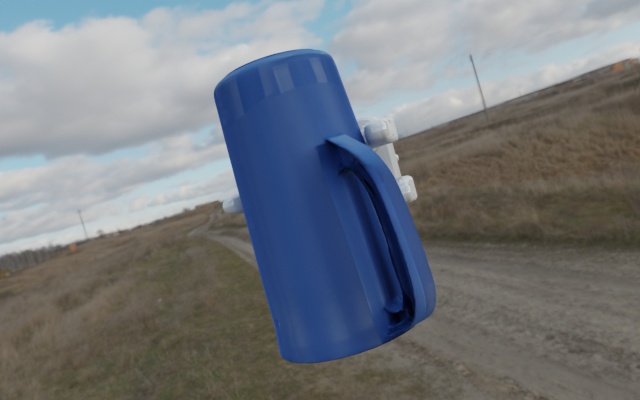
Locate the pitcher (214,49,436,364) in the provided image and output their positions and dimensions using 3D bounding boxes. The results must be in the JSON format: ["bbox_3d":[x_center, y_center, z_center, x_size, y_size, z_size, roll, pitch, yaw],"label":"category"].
[{"bbox_3d":[0.000,0.001,0.406,0.149,0.243,0.145,-17,3,13],"label":"pitcher"}]
